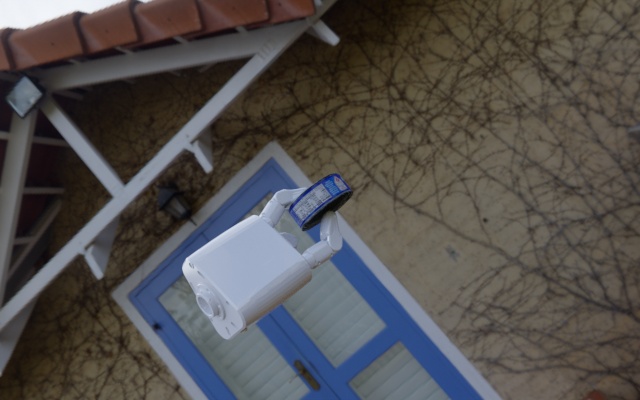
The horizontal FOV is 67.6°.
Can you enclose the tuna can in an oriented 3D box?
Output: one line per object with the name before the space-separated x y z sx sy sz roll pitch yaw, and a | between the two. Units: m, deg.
tuna can | 0.000 0.002 0.637 0.086 0.033 0.086 -36 -11 -8
